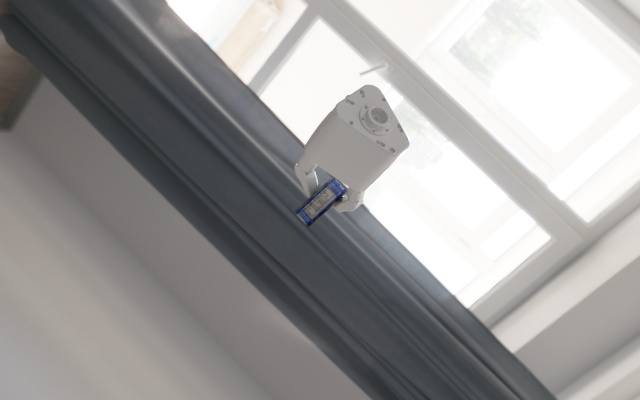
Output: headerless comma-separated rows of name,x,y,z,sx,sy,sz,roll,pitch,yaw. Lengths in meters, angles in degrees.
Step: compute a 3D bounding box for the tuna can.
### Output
tuna can,0.000,0.003,0.762,0.086,0.034,0.086,-42,0,0
